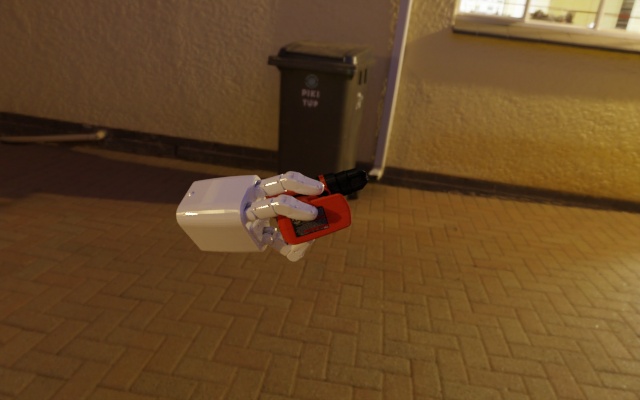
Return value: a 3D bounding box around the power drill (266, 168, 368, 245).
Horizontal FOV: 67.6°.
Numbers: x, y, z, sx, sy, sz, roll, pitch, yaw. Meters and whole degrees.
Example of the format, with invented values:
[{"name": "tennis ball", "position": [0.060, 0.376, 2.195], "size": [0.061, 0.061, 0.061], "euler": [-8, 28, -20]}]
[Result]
[{"name": "power drill", "position": [0.000, 0.003, 0.766], "size": [0.184, 0.057, 0.187], "euler": [-20, 13, 1]}]
